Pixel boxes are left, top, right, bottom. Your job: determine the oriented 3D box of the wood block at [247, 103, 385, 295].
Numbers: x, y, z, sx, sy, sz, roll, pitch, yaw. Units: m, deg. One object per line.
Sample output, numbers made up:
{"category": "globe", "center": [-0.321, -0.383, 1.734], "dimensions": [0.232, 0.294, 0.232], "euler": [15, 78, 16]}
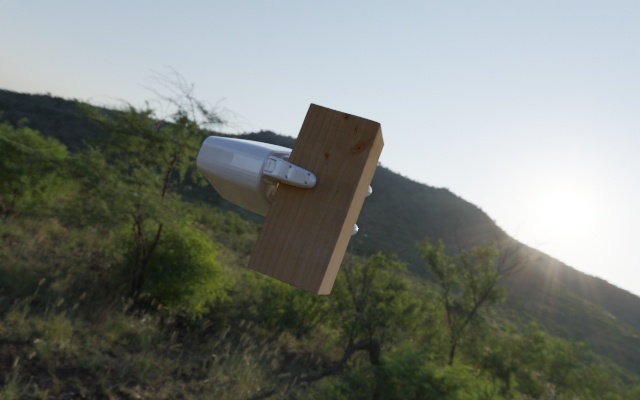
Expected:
{"category": "wood block", "center": [0.000, 0.002, 0.580], "dimensions": [0.090, 0.206, 0.091], "euler": [19, -6, 14]}
